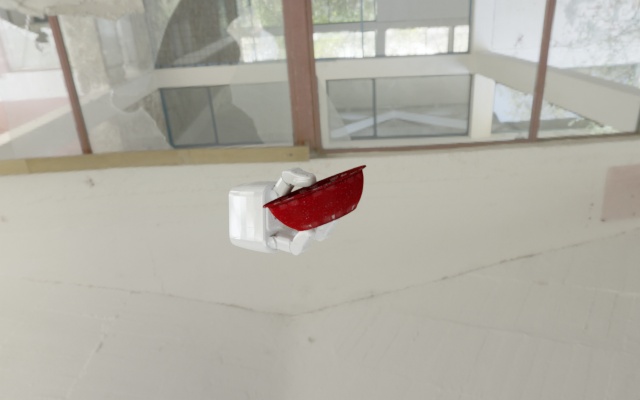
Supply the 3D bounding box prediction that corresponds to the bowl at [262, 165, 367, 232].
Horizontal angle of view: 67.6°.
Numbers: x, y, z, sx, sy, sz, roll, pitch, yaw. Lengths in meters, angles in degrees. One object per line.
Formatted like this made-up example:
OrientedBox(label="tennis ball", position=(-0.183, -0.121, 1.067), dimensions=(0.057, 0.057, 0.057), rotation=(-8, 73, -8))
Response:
OrientedBox(label="bowl", position=(0.001, 0.003, 0.691), dimensions=(0.162, 0.055, 0.162), rotation=(-22, 4, 2))
